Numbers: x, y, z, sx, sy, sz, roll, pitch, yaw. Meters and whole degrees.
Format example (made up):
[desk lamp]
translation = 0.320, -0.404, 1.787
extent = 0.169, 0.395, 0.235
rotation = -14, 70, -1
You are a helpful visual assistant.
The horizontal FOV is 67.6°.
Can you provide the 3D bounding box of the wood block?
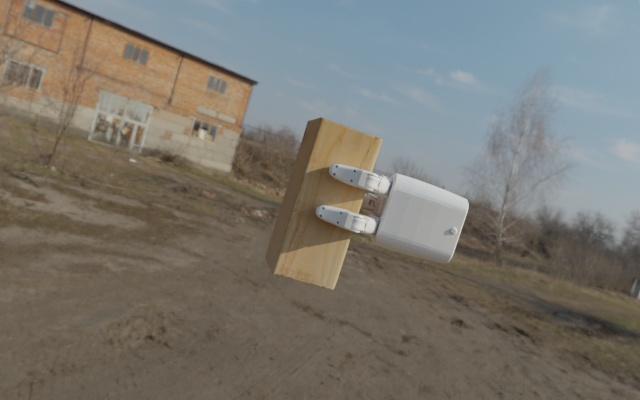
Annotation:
[wood block]
translation = 0.000, 0.002, 0.650
extent = 0.090, 0.206, 0.091
rotation = 17, 3, -13
